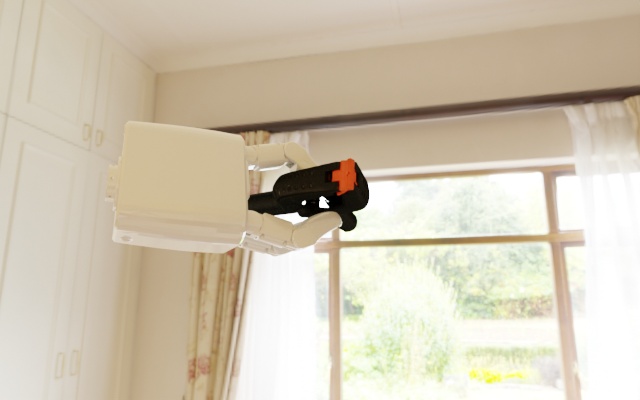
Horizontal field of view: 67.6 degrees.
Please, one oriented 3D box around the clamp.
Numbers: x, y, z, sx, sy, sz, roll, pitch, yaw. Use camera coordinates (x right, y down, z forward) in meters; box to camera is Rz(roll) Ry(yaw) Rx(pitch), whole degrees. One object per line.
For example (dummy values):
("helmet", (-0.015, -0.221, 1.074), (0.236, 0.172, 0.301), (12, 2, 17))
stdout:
("clamp", (0.000, 0.001, 0.496), (0.164, 0.036, 0.210), (8, -15, -23))
